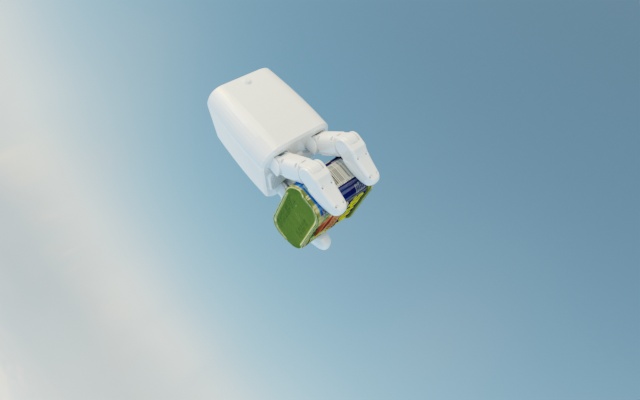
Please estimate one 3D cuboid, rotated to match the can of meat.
[{"bbox_3d":[0.000,0.002,0.540,0.084,0.057,0.102,-33,-14,-31],"label":"can of meat"}]
